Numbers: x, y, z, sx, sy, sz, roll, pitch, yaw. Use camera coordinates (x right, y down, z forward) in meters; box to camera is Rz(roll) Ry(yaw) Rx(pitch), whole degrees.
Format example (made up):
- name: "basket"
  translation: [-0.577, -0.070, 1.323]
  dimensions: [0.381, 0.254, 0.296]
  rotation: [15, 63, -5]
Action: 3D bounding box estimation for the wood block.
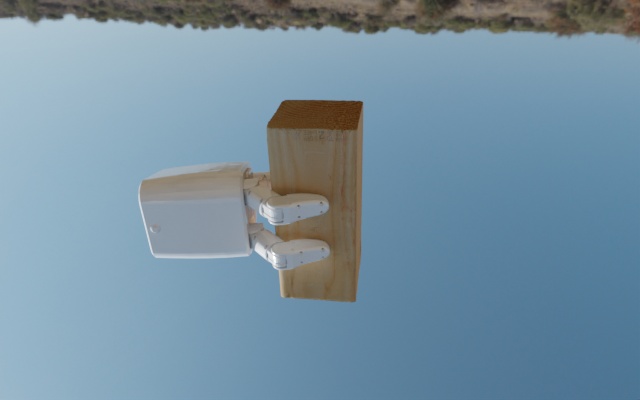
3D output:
- name: "wood block"
  translation: [0.000, 0.002, 0.530]
  dimensions: [0.090, 0.206, 0.090]
  rotation: [2, 30, 7]
